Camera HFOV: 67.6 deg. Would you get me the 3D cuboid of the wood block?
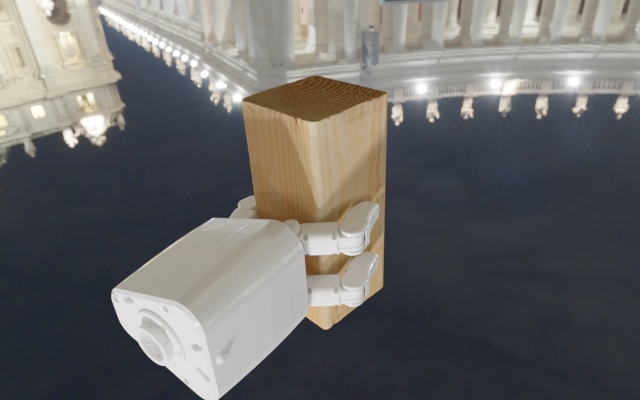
[{"bbox_3d":[0.000,0.002,0.445,0.090,0.206,0.090,25,41,39],"label":"wood block"}]
